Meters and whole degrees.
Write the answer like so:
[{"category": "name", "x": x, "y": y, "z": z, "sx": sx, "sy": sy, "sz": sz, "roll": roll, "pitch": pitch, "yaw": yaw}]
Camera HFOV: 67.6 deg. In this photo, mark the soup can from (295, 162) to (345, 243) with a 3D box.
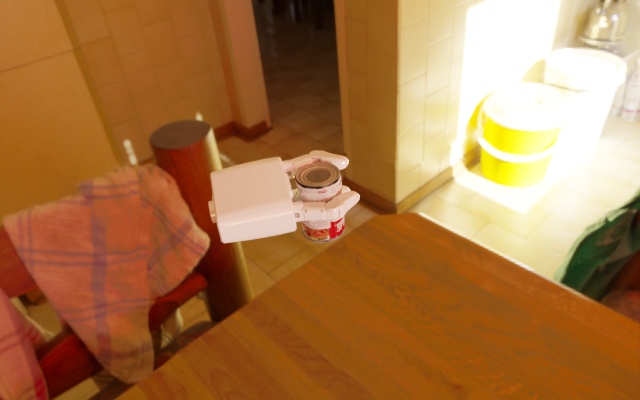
[{"category": "soup can", "x": 0.001, "y": 0.002, "z": 0.711, "sx": 0.068, "sy": 0.102, "sz": 0.068, "roll": -4, "pitch": 36, "yaw": 3}]
